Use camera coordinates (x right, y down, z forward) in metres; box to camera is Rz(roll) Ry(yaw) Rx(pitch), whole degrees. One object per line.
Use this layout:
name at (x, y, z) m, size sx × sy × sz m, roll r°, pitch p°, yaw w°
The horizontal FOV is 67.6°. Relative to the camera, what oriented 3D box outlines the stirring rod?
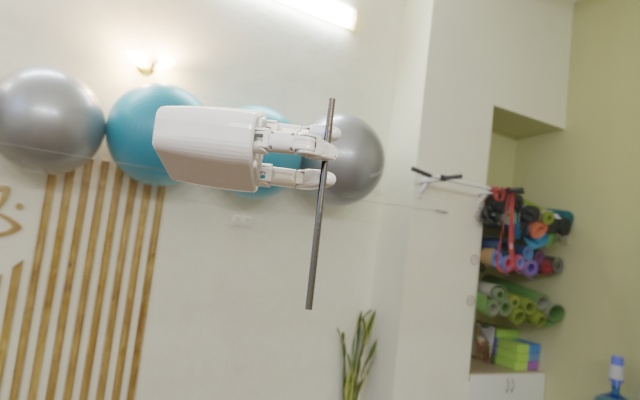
stirring rod at (0.000, 0.002, 0.541) m, size 0.011 × 0.239 × 0.011 m, roll 6°, pitch -5°, yaw 1°
